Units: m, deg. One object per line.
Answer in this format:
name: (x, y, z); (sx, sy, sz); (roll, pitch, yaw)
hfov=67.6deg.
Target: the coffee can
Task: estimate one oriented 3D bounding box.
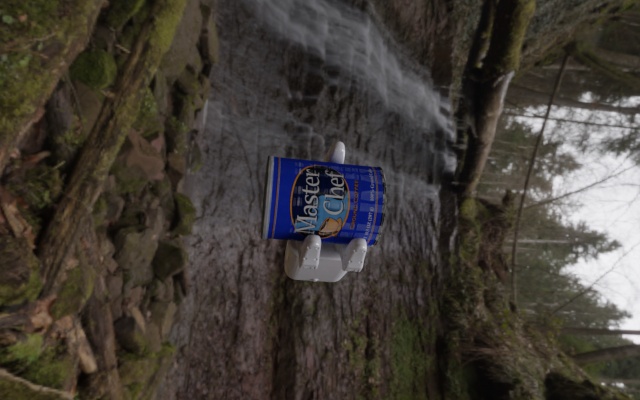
coffee can: (0.000, 0.002, 0.593); (0.140, 0.103, 0.103); (5, -1, -8)
